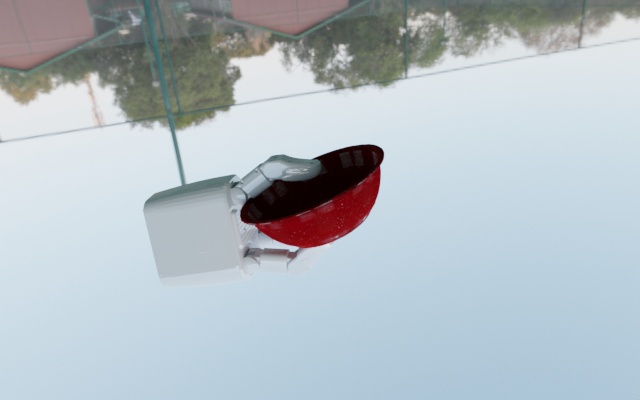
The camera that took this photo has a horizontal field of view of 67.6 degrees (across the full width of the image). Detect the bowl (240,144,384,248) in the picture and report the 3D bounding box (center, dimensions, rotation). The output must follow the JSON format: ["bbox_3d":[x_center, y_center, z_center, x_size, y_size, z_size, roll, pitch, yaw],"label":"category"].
[{"bbox_3d":[0.001,0.002,0.498,0.162,0.055,0.162,-23,19,8],"label":"bowl"}]
